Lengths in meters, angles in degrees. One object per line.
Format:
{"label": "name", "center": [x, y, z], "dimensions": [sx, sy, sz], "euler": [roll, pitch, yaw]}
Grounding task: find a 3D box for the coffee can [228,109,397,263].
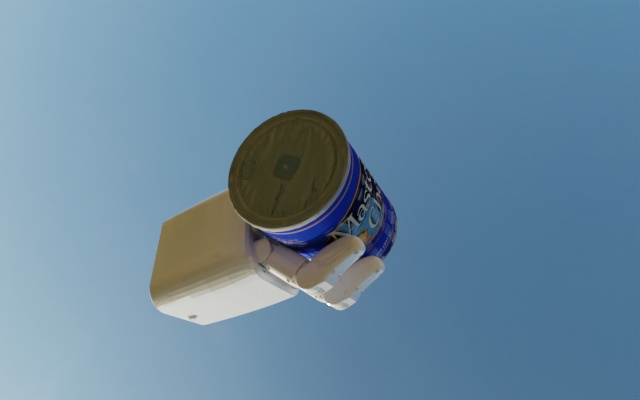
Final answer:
{"label": "coffee can", "center": [0.000, 0.001, 0.420], "dimensions": [0.103, 0.102, 0.140], "euler": [0, -23, 25]}
